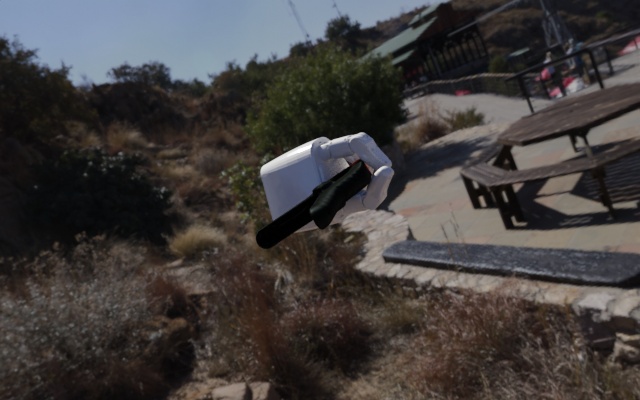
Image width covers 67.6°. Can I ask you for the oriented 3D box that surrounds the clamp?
[{"bbox_3d":[0.000,0.001,0.565,0.120,0.039,0.171,-18,13,38],"label":"clamp"}]
